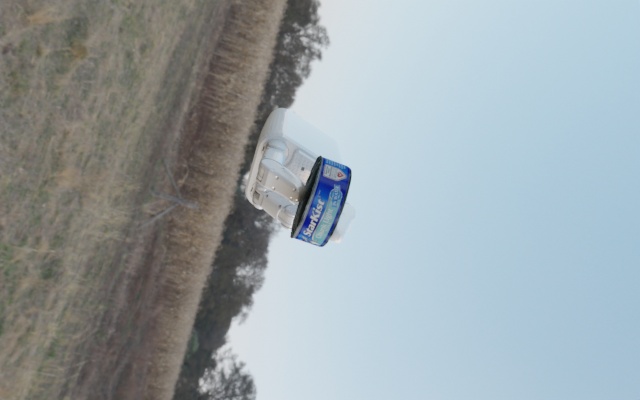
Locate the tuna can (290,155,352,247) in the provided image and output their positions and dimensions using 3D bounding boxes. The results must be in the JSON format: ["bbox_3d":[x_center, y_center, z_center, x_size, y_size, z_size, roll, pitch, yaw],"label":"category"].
[{"bbox_3d":[0.001,0.002,0.469,0.034,0.086,0.086,20,-3,-7],"label":"tuna can"}]
